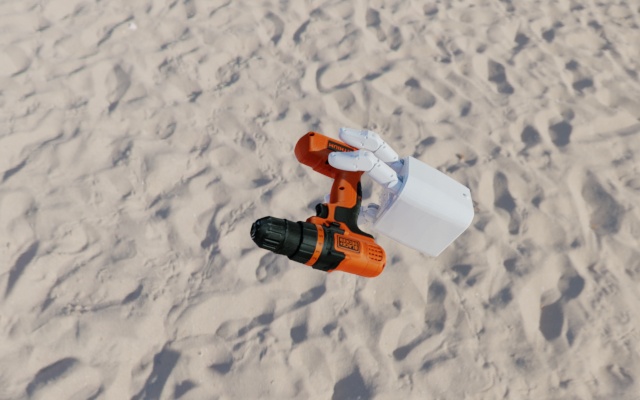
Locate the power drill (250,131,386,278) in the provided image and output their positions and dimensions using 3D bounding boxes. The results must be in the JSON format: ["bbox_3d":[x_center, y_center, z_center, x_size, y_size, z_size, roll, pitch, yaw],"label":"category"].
[{"bbox_3d":[0.000,0.002,0.631,0.184,0.187,0.057,19,-36,-26],"label":"power drill"}]
